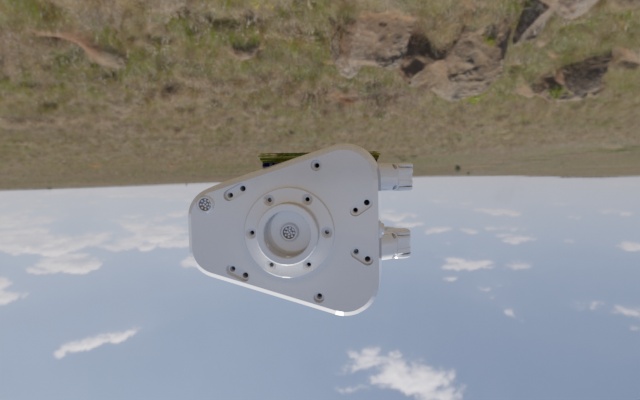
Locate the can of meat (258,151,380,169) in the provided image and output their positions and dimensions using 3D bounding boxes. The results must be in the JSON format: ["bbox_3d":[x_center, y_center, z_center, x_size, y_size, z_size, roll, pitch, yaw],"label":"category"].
[{"bbox_3d":[0.000,0.002,0.409,0.102,0.084,0.057,-1,3,1],"label":"can of meat"}]
